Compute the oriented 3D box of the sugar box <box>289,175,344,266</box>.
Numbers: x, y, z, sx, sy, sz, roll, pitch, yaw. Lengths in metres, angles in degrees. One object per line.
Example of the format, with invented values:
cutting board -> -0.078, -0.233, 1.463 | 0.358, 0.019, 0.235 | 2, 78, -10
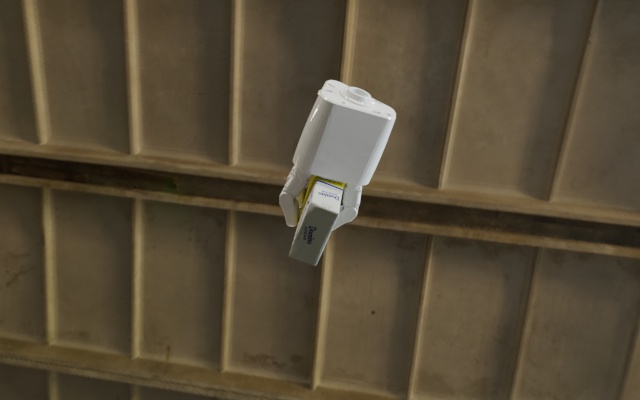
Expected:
sugar box -> 0.000, 0.002, 0.686 | 0.048, 0.093, 0.176 | 21, 30, -2
